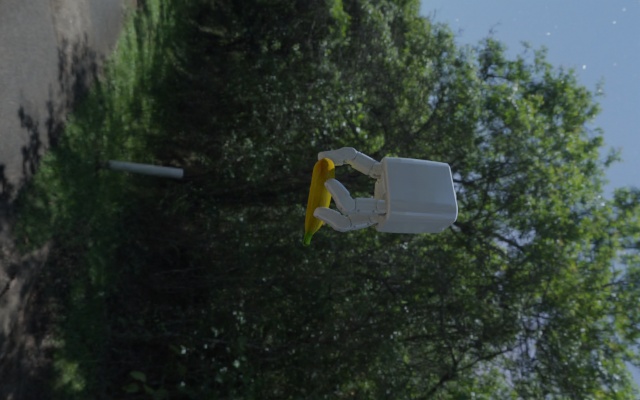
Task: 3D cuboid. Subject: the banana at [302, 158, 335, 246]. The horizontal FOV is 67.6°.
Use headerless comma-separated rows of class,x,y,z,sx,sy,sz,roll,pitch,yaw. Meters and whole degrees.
banana,0.000,-0.009,0.778,0.037,0.069,0.198,7,-43,-4
